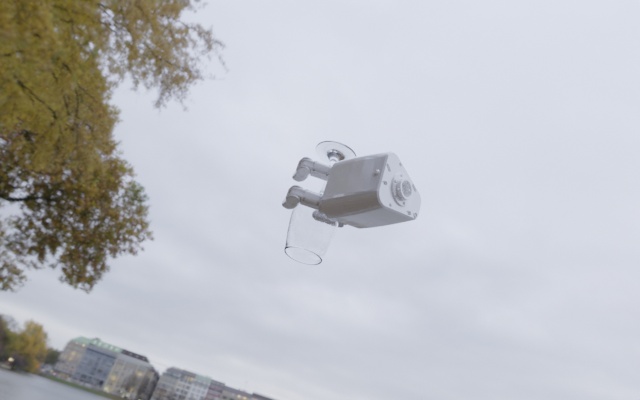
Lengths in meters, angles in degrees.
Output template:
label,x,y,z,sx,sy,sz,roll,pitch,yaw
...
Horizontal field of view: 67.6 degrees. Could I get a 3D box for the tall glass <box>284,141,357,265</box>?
label,x,y,z,sx,sy,sz,roll,pitch,yaw
tall glass,0.000,0.002,0.786,0.079,0.201,0.079,14,-28,8
